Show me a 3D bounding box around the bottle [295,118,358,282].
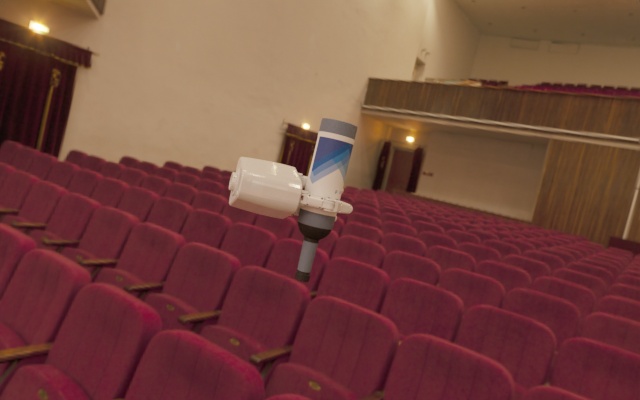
[{"bbox_3d":[0.000,0.003,0.867,0.069,0.296,0.069,14,3,-1],"label":"bottle"}]
